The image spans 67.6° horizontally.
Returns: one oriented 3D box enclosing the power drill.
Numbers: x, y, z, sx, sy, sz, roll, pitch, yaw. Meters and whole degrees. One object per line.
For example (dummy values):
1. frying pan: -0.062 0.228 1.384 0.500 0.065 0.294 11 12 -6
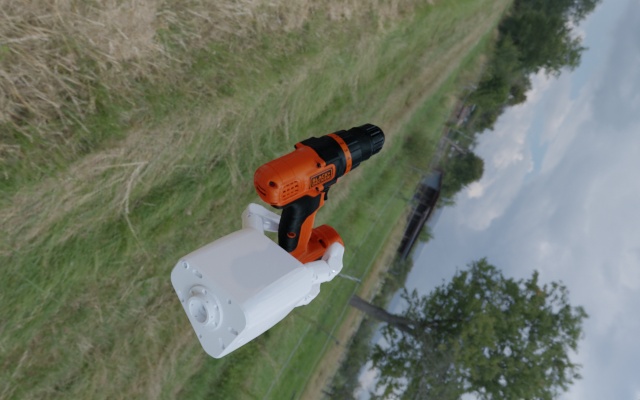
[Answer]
1. power drill: 0.000 0.002 0.602 0.184 0.188 0.057 -25 48 -30
